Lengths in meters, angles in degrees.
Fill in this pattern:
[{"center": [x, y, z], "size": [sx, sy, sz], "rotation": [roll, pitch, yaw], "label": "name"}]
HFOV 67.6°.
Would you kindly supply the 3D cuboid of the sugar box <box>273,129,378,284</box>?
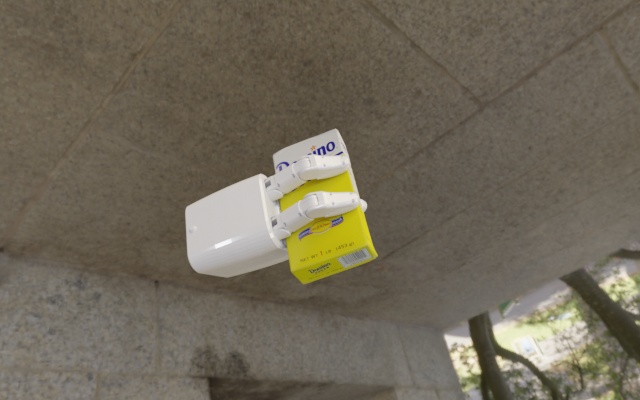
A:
[{"center": [0.000, 0.002, 0.572], "size": [0.093, 0.176, 0.048], "rotation": [-20, -34, 10], "label": "sugar box"}]
